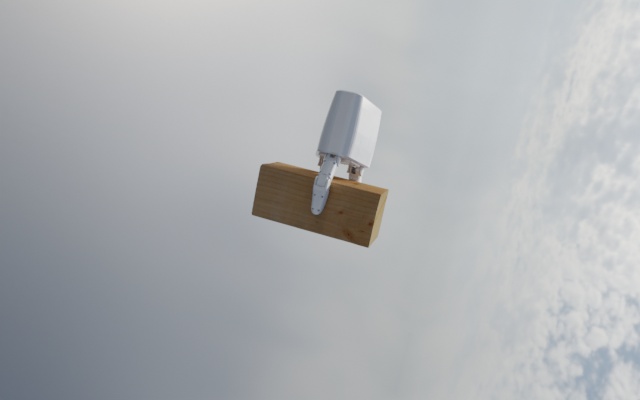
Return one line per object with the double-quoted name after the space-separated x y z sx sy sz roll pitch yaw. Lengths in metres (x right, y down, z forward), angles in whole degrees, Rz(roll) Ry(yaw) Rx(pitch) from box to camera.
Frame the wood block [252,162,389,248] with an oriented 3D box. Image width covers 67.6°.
0.000 0.002 0.812 0.206 0.090 0.091 15 11 14 "wood block"
